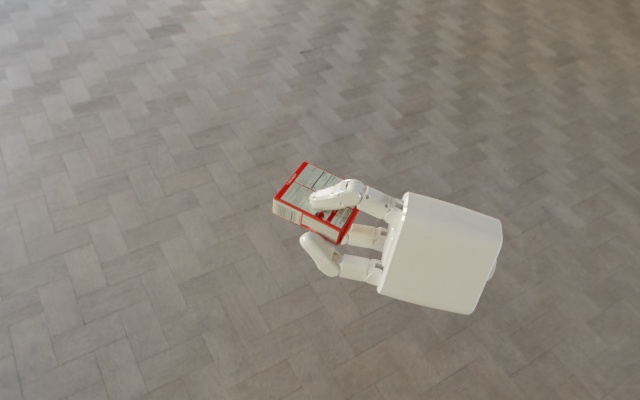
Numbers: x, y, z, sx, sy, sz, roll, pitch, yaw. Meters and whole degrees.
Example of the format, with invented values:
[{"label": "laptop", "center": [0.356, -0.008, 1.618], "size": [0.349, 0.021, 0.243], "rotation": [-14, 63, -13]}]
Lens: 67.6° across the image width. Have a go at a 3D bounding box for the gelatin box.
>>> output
[{"label": "gelatin box", "center": [0.000, 0.001, 0.549], "size": [0.089, 0.030, 0.073], "rotation": [26, 50, 11]}]
